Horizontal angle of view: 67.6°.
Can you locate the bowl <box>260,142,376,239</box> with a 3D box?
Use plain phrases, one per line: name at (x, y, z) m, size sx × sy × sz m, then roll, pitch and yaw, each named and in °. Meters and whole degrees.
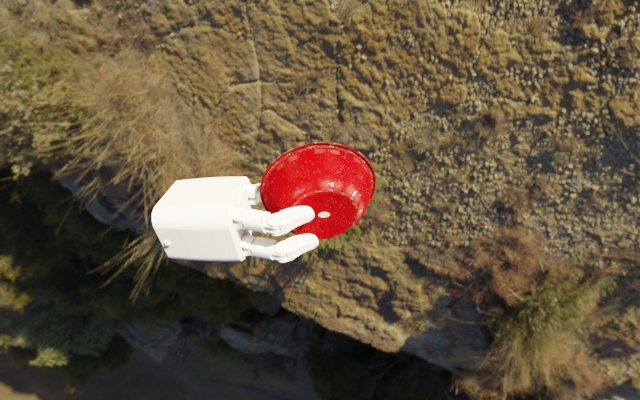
bowl at (0.001, 0.002, 0.639) m, size 0.162 × 0.162 × 0.055 m, roll 0°, pitch 44°, yaw -10°
